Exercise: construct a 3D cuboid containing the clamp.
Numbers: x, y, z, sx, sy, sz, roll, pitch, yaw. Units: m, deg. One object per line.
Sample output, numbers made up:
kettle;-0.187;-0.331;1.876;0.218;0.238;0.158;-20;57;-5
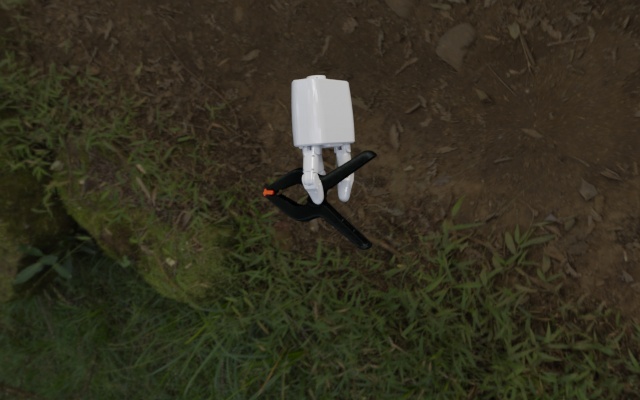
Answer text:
clamp;-0.001;0.003;0.820;0.210;0.164;0.036;-2;5;24
